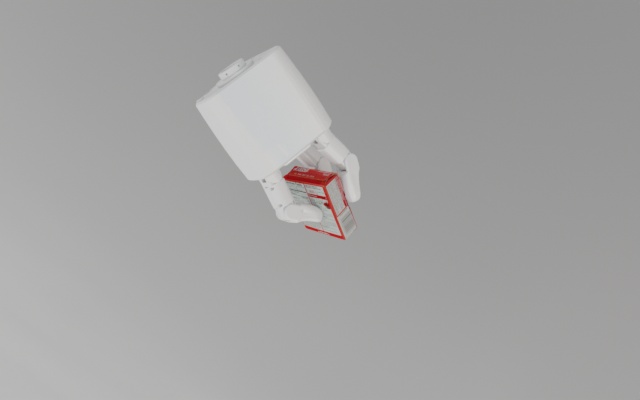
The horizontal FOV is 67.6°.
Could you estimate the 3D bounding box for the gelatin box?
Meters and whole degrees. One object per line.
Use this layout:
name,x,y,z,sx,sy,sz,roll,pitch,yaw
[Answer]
gelatin box,0.000,0.003,0.604,0.073,0.089,0.030,13,46,43
